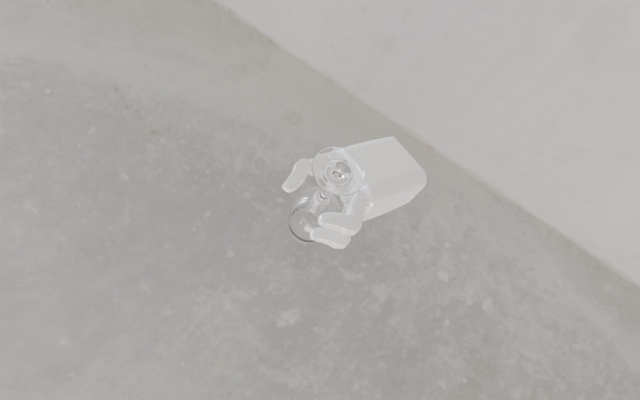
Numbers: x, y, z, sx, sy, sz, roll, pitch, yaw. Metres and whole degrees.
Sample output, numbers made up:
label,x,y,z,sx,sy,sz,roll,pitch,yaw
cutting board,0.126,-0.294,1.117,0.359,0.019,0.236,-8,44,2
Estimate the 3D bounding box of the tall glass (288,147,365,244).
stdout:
label,x,y,z,sx,sy,sz,roll,pitch,yaw
tall glass,0.000,0.002,0.719,0.079,0.079,0.201,0,-25,-16
